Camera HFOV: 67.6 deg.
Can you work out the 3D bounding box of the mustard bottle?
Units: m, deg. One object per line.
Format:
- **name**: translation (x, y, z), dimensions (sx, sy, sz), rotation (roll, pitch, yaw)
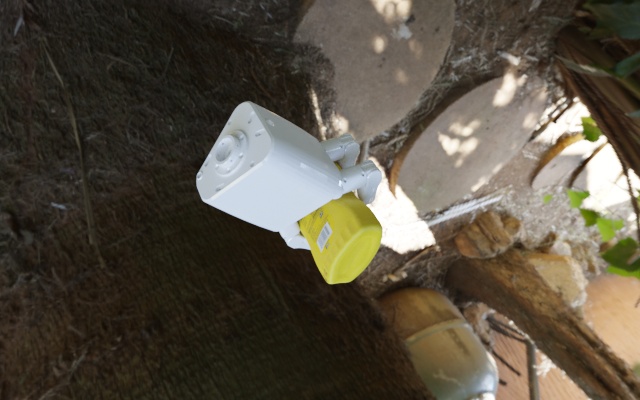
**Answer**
- **mustard bottle**: translation (0.000, 0.002, 0.588), dimensions (0.058, 0.096, 0.191), rotation (-1, 42, -33)
